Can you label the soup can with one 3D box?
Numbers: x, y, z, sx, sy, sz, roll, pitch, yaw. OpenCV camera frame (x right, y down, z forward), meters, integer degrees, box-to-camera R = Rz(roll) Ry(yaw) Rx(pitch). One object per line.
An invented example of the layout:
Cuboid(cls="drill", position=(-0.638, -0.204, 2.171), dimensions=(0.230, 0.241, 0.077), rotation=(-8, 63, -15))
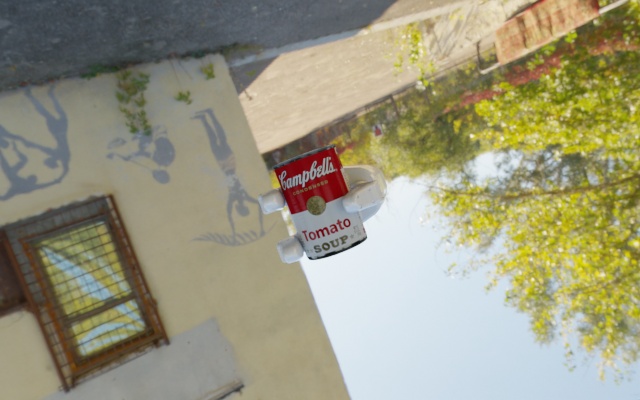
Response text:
Cuboid(cls="soup can", position=(0.000, 0.002, 0.485), dimensions=(0.068, 0.102, 0.068), rotation=(-20, 3, 1))
